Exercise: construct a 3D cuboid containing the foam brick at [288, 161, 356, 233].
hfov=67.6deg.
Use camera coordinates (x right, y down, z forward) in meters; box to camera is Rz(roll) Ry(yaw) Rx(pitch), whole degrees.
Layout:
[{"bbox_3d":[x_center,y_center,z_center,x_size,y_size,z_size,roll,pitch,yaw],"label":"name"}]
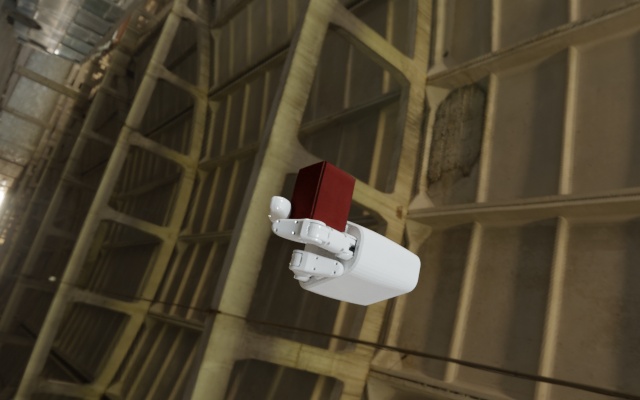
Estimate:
[{"bbox_3d":[0.000,0.002,0.565,0.051,0.078,0.053,25,-21,-32],"label":"foam brick"}]
